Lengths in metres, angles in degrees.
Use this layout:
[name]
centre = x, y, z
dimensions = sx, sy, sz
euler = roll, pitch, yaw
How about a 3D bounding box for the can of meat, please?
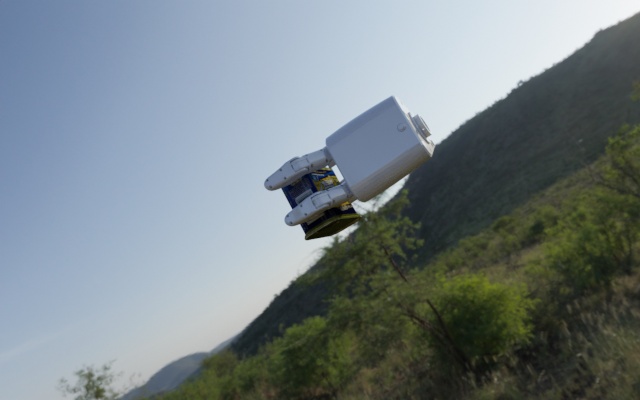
[can of meat]
centre = 0.000, 0.002, 0.651
dimensions = 0.057, 0.084, 0.102
euler = -34, -14, 24
